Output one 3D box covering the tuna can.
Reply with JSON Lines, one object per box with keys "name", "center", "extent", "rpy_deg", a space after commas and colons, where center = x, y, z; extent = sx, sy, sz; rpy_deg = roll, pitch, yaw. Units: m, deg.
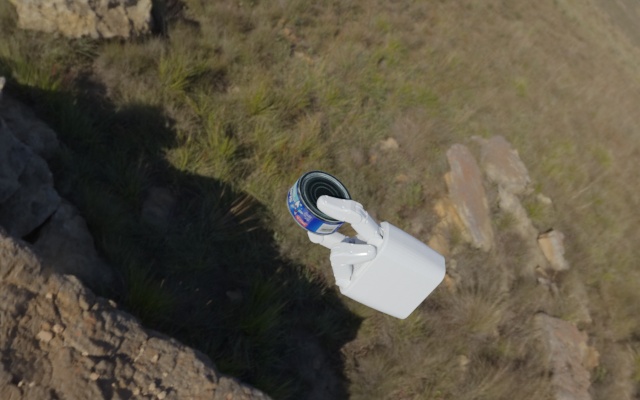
{"name": "tuna can", "center": [0.000, 0.002, 0.639], "extent": [0.086, 0.086, 0.034], "rpy_deg": [0, -33, -35]}
